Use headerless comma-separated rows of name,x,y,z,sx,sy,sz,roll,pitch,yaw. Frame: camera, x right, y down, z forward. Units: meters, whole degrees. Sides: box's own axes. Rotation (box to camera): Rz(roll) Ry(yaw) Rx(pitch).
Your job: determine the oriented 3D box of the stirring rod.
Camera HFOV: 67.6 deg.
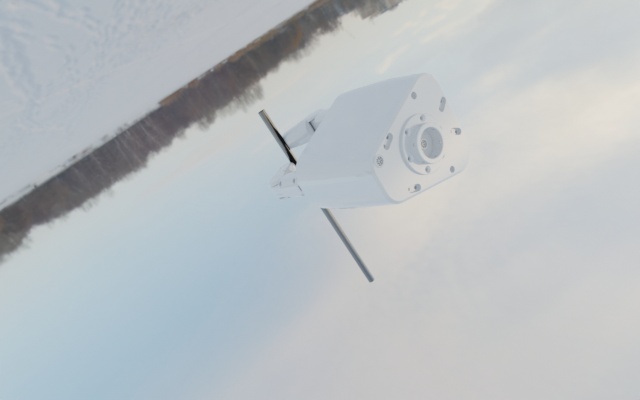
stirring rod,0.000,0.002,0.538,0.011,0.239,0.011,-29,20,12
